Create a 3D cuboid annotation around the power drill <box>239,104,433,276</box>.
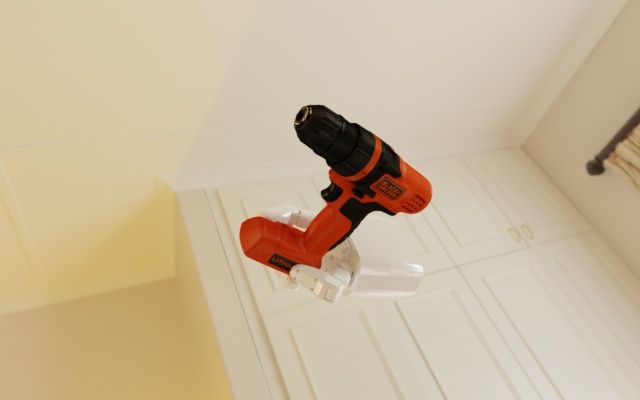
[{"bbox_3d":[0.000,0.002,0.502,0.184,0.057,0.188,31,-57,-34],"label":"power drill"}]
